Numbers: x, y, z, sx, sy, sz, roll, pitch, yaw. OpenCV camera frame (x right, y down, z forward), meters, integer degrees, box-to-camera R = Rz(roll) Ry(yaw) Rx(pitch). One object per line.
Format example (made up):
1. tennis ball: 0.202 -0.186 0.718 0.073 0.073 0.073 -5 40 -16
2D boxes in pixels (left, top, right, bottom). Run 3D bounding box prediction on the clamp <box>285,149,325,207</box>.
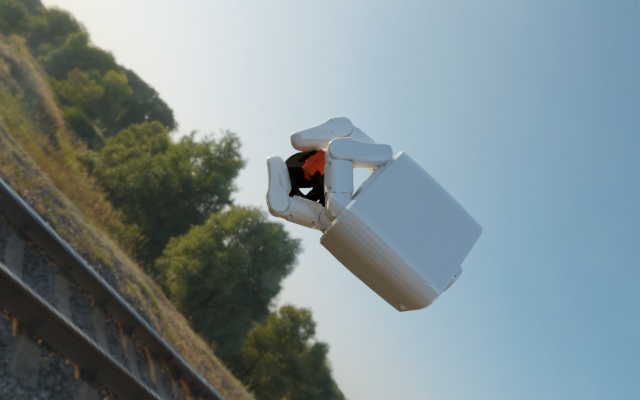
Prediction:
1. clamp: 0.000 0.001 0.516 0.120 0.039 0.171 35 -16 2
